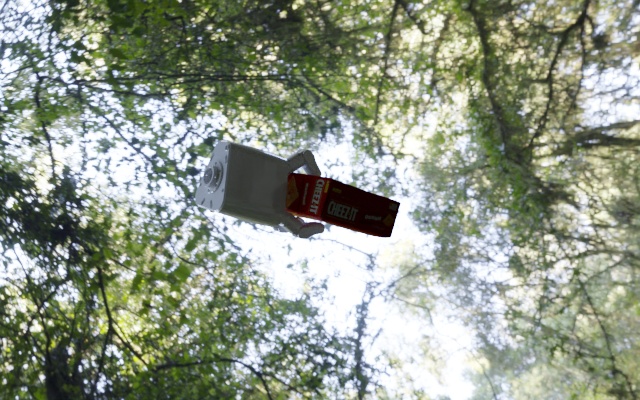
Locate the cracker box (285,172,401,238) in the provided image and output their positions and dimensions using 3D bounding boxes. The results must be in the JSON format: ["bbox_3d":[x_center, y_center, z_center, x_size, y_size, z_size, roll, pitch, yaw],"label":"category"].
[{"bbox_3d":[0.000,0.002,0.815,0.164,0.072,0.213,16,-2,-40],"label":"cracker box"}]
